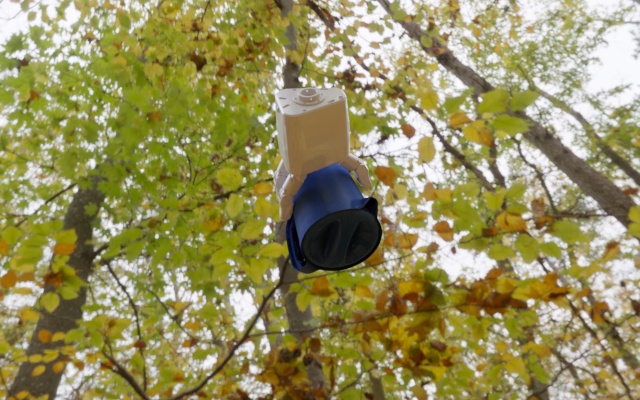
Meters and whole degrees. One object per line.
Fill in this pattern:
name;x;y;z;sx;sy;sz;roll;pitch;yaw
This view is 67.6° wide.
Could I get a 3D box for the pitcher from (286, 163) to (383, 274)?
pitcher;0.000;0.003;0.839;0.149;0.145;0.242;-13;40;-7
